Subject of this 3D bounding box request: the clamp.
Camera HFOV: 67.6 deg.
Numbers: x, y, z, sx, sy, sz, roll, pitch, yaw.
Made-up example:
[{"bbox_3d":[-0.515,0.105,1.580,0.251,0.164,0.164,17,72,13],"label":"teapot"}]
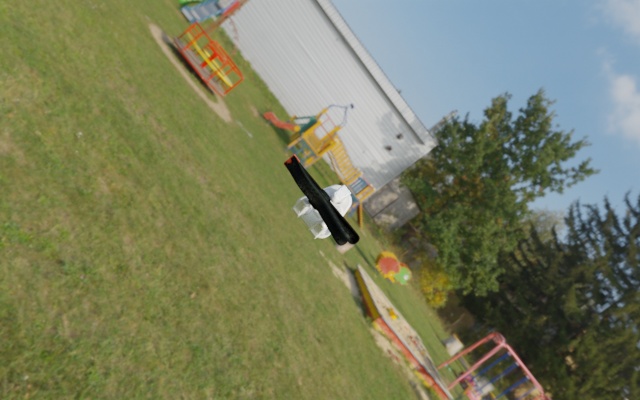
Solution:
[{"bbox_3d":[0.000,0.002,0.890,0.036,0.210,0.164,-38,-4,5],"label":"clamp"}]
